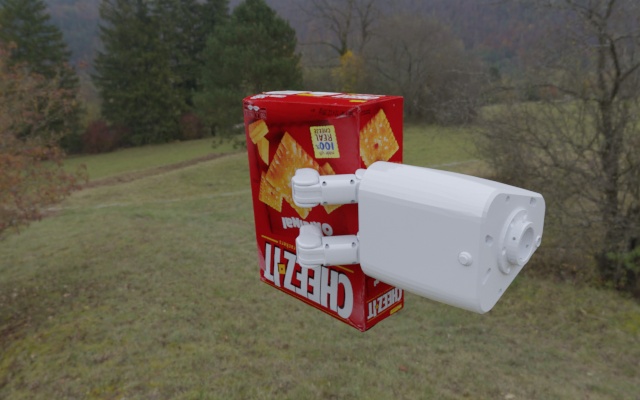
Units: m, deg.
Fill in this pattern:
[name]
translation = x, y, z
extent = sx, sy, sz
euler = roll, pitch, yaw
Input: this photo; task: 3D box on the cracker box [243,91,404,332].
[cracker box]
translation = 0.000, 0.001, 0.483
extent = 0.072, 0.214, 0.164
euler = -19, 24, -40
